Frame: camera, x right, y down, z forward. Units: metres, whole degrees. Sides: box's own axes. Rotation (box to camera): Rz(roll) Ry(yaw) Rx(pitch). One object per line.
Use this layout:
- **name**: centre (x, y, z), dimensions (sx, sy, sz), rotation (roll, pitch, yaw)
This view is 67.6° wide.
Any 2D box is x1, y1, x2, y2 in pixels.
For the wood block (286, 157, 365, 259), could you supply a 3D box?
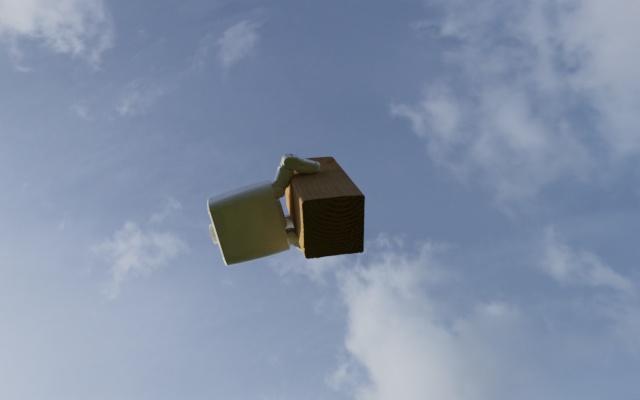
- **wood block**: centre (0.000, 0.002, 0.756), dimensions (0.090, 0.091, 0.206), rotation (-6, 21, -10)
